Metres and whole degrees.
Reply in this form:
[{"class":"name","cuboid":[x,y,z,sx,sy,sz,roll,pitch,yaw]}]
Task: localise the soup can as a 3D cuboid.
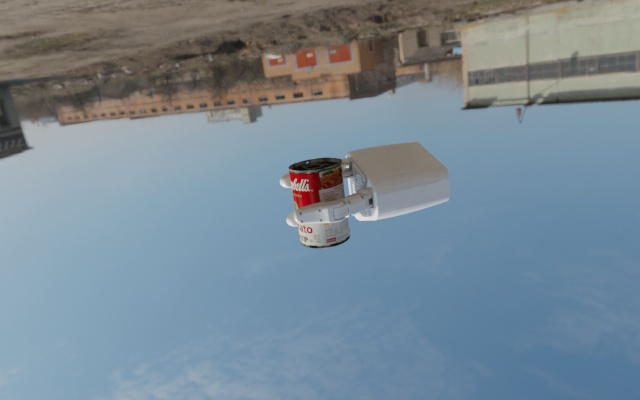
[{"class":"soup can","cuboid":[0.000,0.002,0.611,0.068,0.102,0.068,-7,17,2]}]
